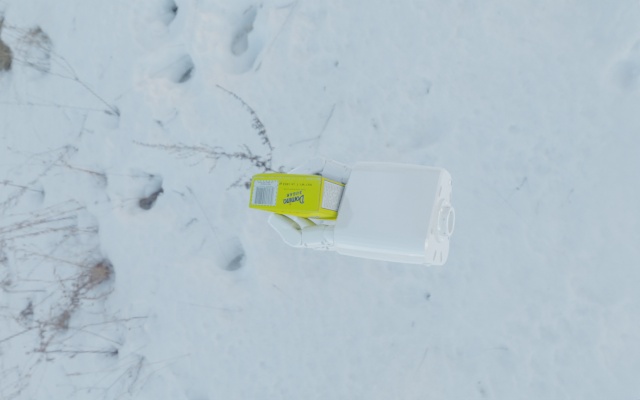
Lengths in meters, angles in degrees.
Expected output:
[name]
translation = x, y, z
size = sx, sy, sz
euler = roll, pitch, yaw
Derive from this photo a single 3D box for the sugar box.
[sugar box]
translation = 0.000, 0.002, 0.594
size = 0.093, 0.048, 0.176
euler = 4, -7, 29
